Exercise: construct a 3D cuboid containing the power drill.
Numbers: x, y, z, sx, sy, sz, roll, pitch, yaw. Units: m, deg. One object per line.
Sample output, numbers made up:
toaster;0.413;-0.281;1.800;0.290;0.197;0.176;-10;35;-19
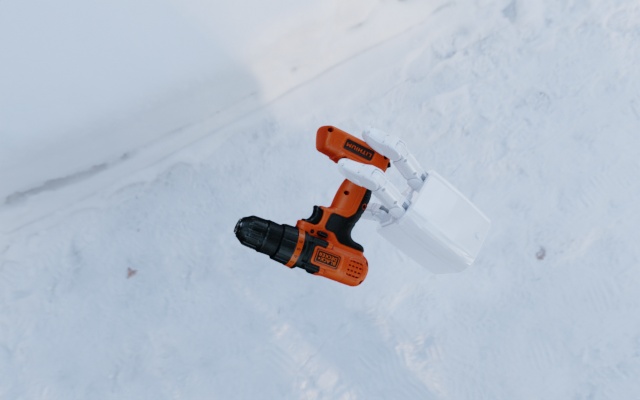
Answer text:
power drill;0.001;0.002;0.623;0.184;0.187;0.057;23;-7;-20
